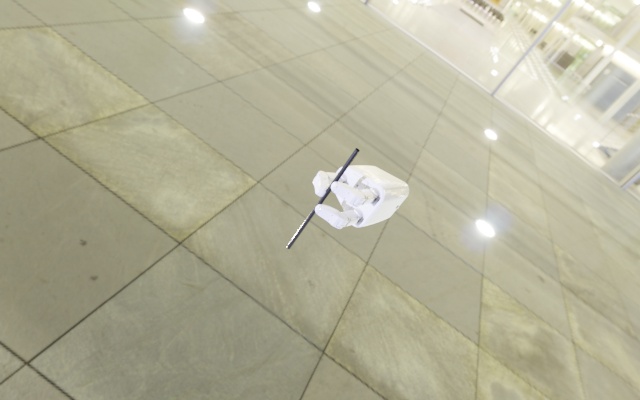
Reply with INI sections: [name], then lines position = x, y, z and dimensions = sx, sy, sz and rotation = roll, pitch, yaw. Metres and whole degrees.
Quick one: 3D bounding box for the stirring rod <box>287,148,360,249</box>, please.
[stirring rod]
position = 0.000, 0.003, 0.837
dimensions = 0.011, 0.240, 0.011
rotation = 26, 31, -17
